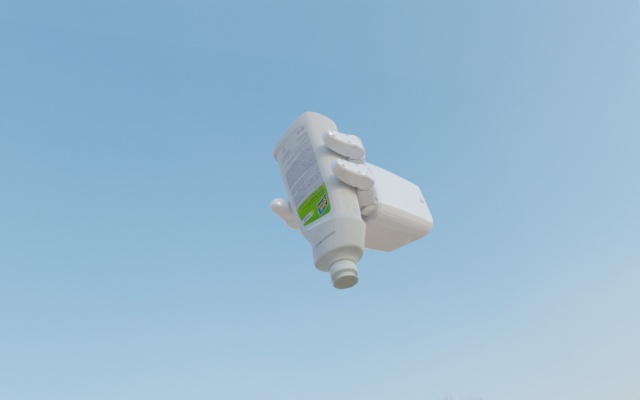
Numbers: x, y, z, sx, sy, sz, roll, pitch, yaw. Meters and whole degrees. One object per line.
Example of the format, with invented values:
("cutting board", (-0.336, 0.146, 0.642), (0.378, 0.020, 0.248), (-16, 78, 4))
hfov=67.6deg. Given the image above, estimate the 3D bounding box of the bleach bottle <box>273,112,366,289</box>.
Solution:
("bleach bottle", (0.000, 0.002, 0.606), (0.068, 0.250, 0.103), (18, -49, -32))
